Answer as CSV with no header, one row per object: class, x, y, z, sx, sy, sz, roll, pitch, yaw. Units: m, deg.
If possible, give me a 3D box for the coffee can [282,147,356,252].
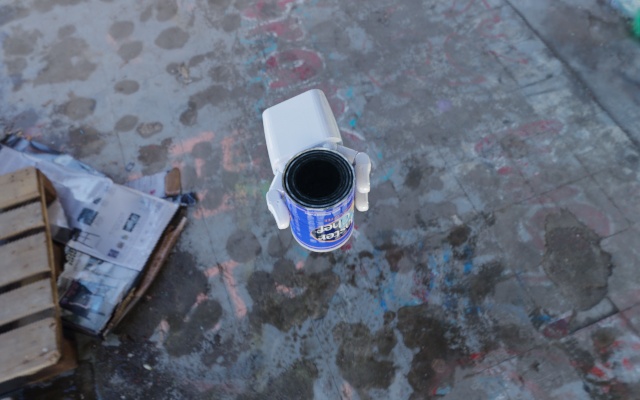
coffee can,0.000,0.003,0.715,0.103,0.102,0.140,0,-30,3
